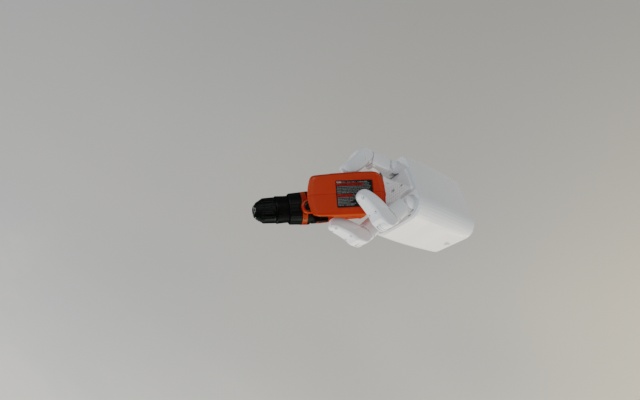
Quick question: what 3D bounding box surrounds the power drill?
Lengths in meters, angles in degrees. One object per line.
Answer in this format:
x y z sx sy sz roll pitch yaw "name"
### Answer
0.000 0.002 0.686 0.184 0.057 0.187 -5 -4 -14 "power drill"
